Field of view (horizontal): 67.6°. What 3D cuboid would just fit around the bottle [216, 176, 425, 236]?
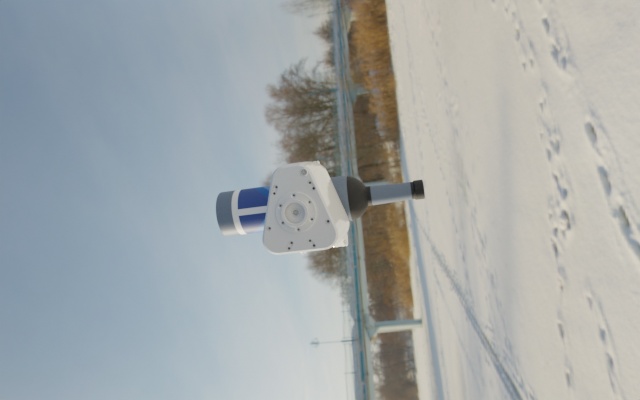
[{"bbox_3d":[0.000,0.002,0.691,0.296,0.069,0.069,-7,-1,9],"label":"bottle"}]
